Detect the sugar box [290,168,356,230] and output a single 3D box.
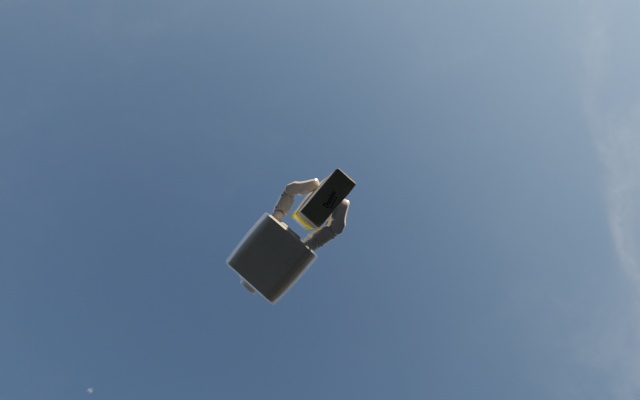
[{"bbox_3d":[0.000,0.003,0.813,0.048,0.093,0.176,41,-8,-6],"label":"sugar box"}]
